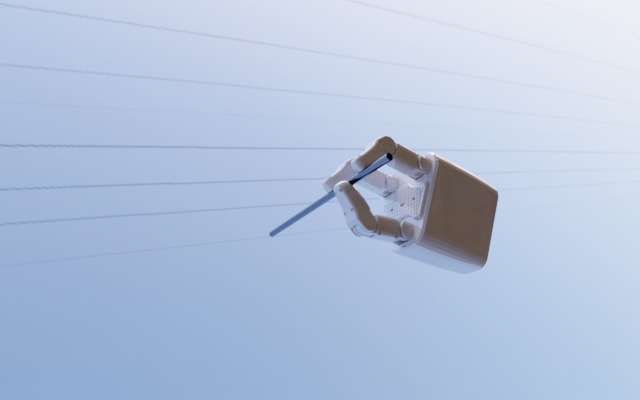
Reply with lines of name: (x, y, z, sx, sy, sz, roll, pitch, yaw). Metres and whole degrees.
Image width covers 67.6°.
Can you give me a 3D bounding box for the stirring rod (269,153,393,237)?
stirring rod: (0.000, 0.002, 0.536, 0.011, 0.011, 0.239, 0, -21, -35)
